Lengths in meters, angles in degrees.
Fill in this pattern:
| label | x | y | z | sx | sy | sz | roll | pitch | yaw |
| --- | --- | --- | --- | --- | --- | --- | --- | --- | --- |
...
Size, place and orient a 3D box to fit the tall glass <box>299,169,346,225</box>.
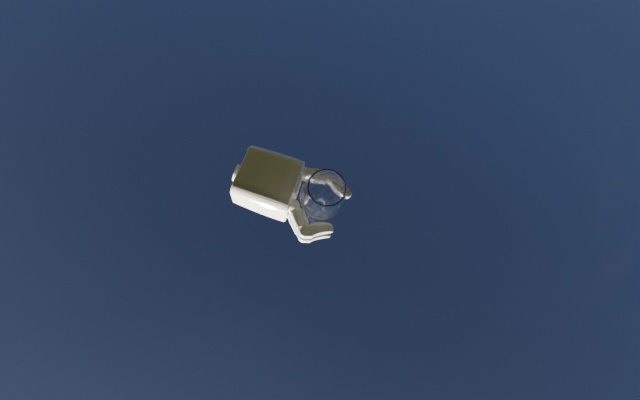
| label | x | y | z | sx | sy | sz | roll | pitch | yaw |
| --- | --- | --- | --- | --- | --- | --- | --- | --- | --- |
| tall glass | 0.000 | 0.003 | 0.848 | 0.079 | 0.079 | 0.201 | 0 | -14 | -6 |
